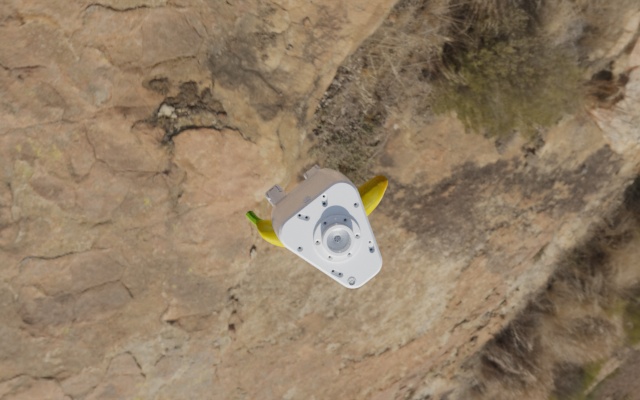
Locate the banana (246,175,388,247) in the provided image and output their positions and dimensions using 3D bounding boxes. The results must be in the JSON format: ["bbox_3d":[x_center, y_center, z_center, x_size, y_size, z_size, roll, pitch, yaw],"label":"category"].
[{"bbox_3d":[0.002,0.021,0.632,0.198,0.069,0.037,-15,-11,-1],"label":"banana"}]
